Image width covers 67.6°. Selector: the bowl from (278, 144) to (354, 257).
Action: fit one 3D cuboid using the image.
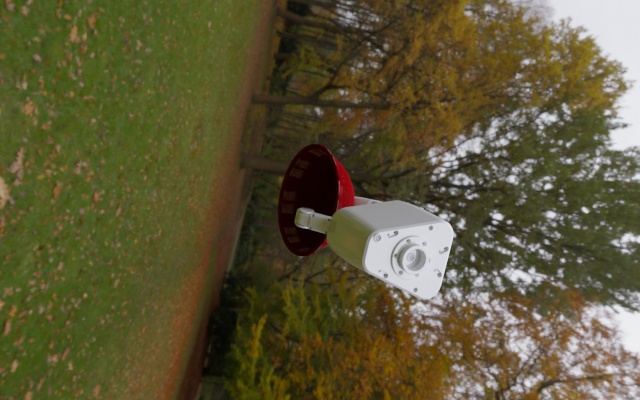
[{"bbox_3d":[0.000,0.002,0.694,0.055,0.162,0.162,9,-5,-33],"label":"bowl"}]
